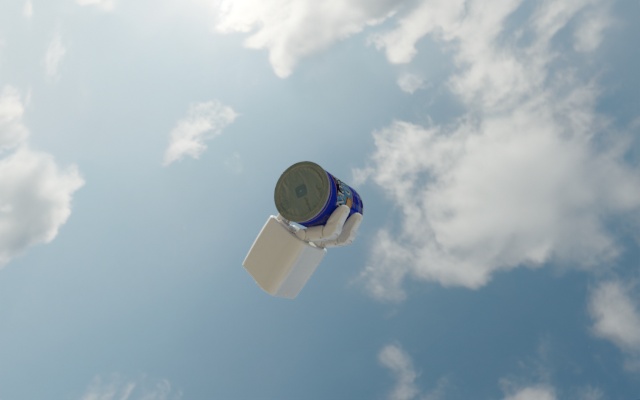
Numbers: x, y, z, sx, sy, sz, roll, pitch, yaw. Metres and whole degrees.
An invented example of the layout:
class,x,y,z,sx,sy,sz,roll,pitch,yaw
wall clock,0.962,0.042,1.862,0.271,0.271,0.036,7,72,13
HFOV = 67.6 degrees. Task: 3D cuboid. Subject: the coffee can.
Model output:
class,x,y,z,sx,sy,sz,roll,pitch,yaw
coffee can,0.000,0.002,0.827,0.103,0.102,0.140,0,-15,29
